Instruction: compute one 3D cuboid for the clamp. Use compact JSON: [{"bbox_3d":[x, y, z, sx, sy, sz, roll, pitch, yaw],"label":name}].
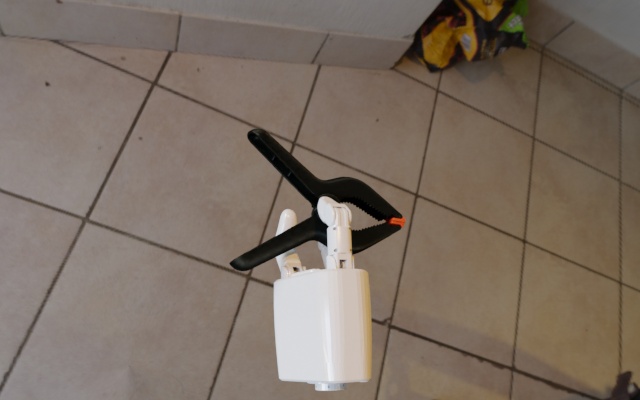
[{"bbox_3d":[0.001,0.002,0.559,0.210,0.164,0.036,4,-16,-21],"label":"clamp"}]
